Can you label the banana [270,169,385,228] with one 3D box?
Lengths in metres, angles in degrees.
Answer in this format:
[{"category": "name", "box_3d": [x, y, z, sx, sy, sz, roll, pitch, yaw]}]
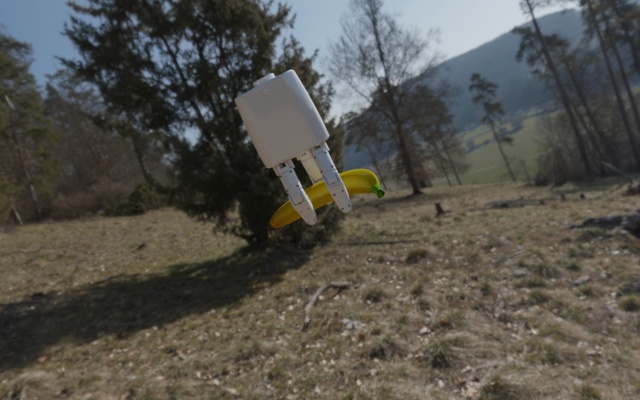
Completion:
[{"category": "banana", "box_3d": [0.009, -0.008, 0.714, 0.198, 0.037, 0.069, -19, 21, 31]}]
